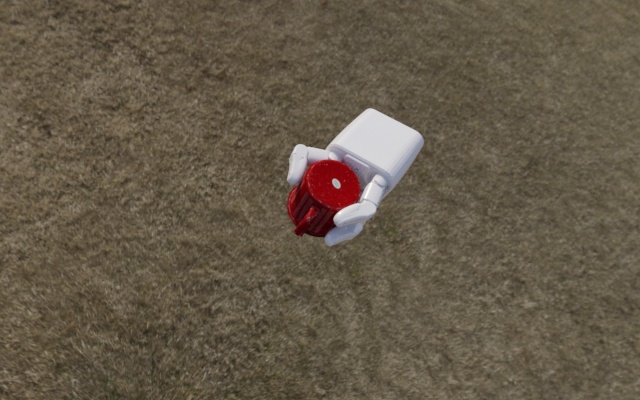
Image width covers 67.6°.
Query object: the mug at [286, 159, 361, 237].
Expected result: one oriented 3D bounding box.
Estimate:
[{"bbox_3d":[-0.001,0.003,0.671,0.093,0.117,0.081,38,-33,2],"label":"mug"}]
